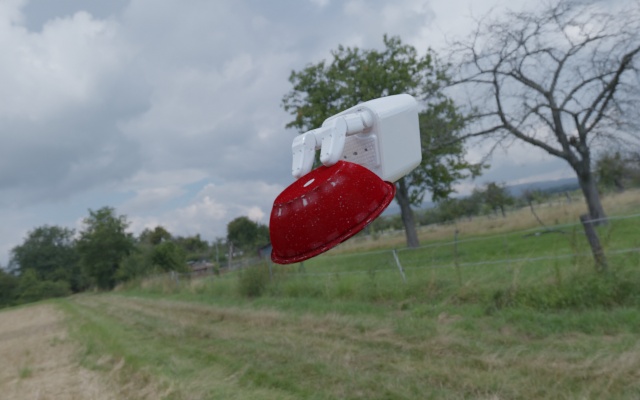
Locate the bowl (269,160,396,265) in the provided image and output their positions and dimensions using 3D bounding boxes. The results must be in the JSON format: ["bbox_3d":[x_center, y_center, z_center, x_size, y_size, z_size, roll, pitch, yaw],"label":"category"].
[{"bbox_3d":[-0.001,0.002,0.532,0.162,0.055,0.162,-29,15,8],"label":"bowl"}]
